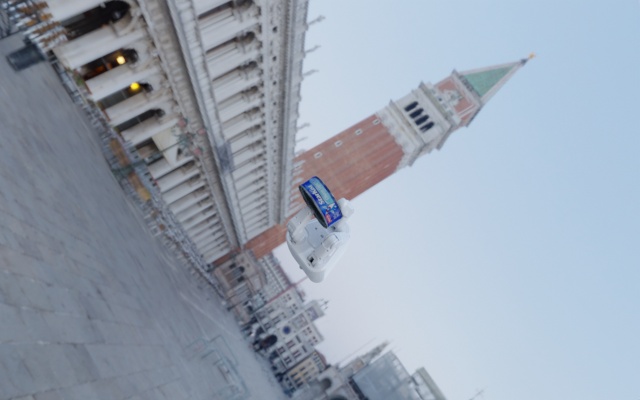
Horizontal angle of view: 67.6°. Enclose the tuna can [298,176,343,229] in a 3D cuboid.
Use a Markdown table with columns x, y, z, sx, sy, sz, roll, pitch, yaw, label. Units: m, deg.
| x | y | z | sx | sy | sz | roll | pitch | yaw | label |
| --- | --- | --- | --- | --- | --- | --- | --- | --- | --- |
| 0.001 | 0.002 | 0.793 | 0.034 | 0.086 | 0.086 | -33 | 6 | -9 | tuna can |
